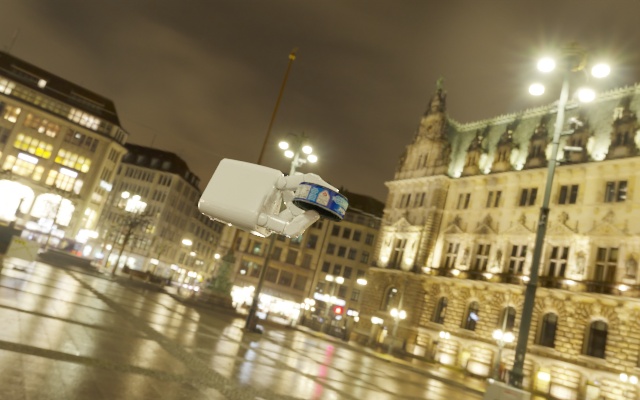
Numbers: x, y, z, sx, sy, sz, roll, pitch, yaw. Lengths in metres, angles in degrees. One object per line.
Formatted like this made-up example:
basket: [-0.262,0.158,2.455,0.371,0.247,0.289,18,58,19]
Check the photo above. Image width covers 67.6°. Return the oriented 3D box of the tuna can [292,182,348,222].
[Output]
tuna can: [0.000,0.002,0.753,0.086,0.033,0.086,20,-12,4]
